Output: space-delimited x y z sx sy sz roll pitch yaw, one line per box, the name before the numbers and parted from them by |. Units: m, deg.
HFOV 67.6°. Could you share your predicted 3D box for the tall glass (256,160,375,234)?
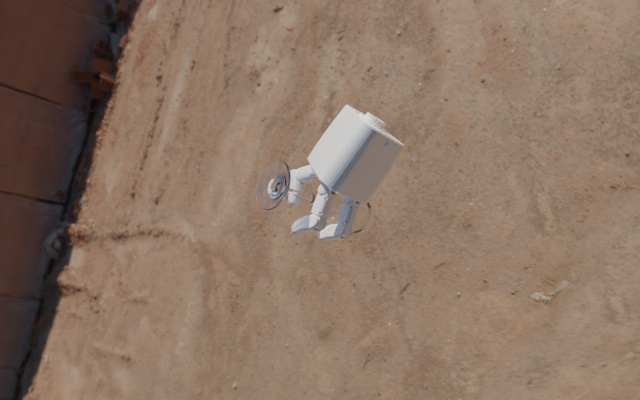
tall glass | 0.000 0.002 0.750 0.079 0.079 0.201 0 -15 45
